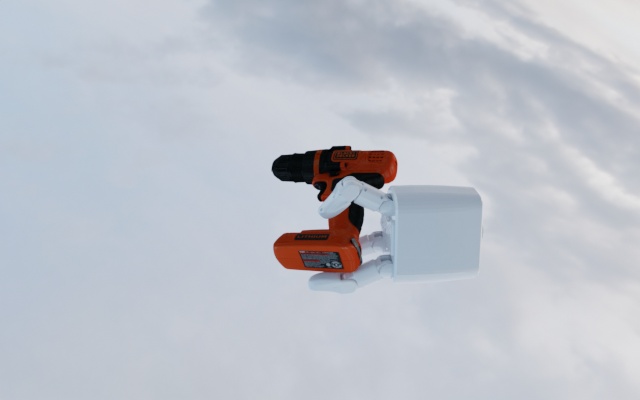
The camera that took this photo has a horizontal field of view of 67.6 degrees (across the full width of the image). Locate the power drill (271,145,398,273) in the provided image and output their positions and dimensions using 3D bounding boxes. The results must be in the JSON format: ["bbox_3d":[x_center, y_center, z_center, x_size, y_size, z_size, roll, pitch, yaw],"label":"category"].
[{"bbox_3d":[0.000,0.002,0.630,0.184,0.187,0.057,-1,-41,21],"label":"power drill"}]
